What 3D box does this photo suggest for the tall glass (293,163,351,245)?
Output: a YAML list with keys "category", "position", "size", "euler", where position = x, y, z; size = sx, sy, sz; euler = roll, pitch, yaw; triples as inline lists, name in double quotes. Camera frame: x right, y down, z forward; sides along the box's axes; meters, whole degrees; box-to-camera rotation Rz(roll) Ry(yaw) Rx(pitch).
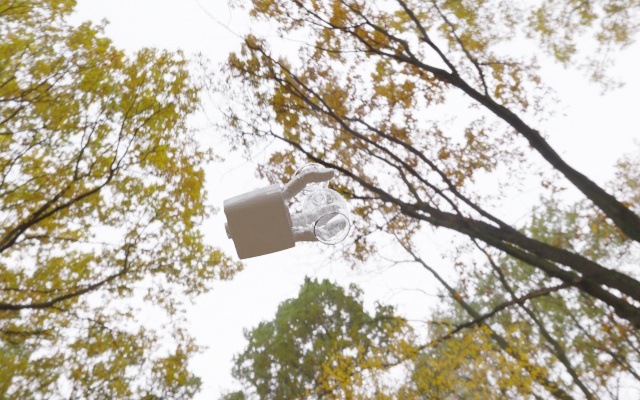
- category: "tall glass"
  position: [0.000, 0.002, 0.860]
  size: [0.079, 0.079, 0.201]
  euler: [0, 26, -13]
